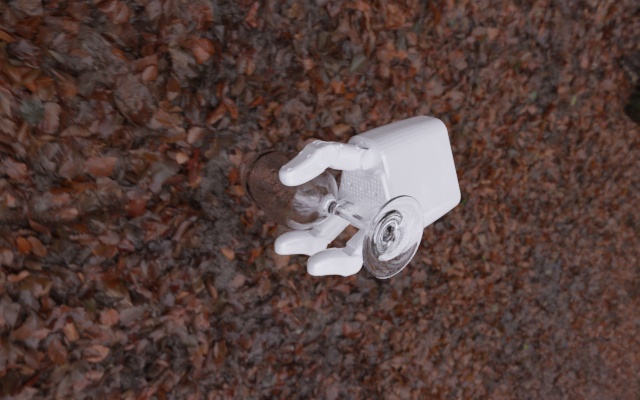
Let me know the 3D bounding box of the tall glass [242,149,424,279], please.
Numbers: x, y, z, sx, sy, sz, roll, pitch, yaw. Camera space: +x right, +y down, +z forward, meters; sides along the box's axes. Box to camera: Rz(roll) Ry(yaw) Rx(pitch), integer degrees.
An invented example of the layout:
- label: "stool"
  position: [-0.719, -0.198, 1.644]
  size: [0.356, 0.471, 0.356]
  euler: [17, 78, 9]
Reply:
- label: "tall glass"
  position: [0.000, 0.002, 0.470]
  size: [0.079, 0.079, 0.201]
  euler: [0, 17, -42]
